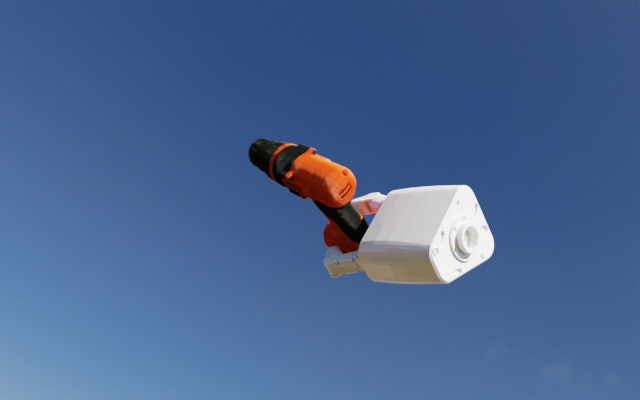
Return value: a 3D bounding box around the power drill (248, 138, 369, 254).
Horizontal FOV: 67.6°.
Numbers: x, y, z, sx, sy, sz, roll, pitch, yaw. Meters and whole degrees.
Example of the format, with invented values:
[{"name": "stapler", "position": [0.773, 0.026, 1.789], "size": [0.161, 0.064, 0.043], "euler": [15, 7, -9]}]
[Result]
[{"name": "power drill", "position": [0.001, 0.002, 0.618], "size": [0.184, 0.057, 0.188], "euler": [29, -16, 47]}]
